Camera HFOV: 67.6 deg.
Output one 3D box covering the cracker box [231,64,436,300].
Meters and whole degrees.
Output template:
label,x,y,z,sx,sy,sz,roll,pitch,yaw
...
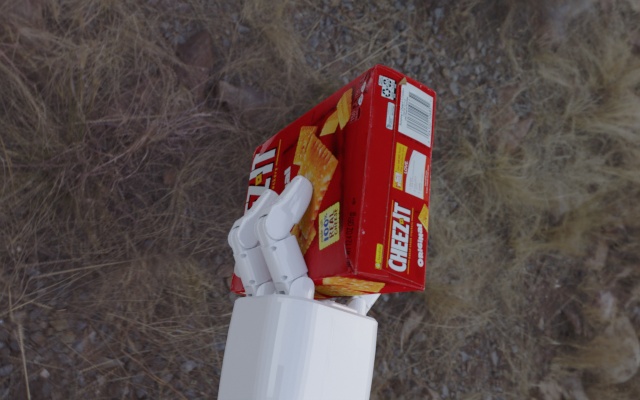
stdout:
label,x,y,z,sx,sy,sz,roll,pitch,yaw
cracker box,0.000,0.001,0.426,0.072,0.164,0.214,19,-22,-29
